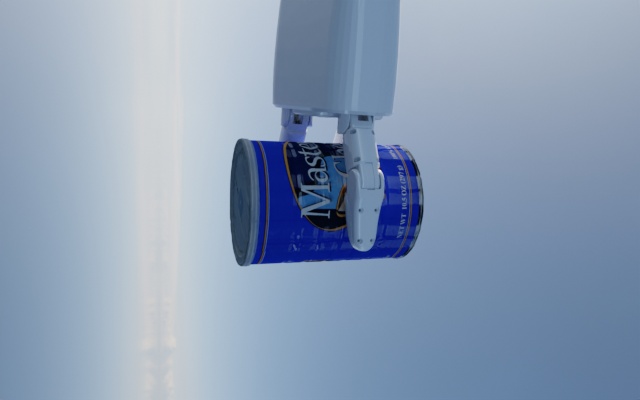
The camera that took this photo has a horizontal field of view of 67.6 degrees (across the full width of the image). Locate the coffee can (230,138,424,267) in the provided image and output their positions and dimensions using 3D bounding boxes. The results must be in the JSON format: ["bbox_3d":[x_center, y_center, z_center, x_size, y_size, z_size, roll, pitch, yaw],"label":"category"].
[{"bbox_3d":[0.000,0.002,0.406,0.140,0.103,0.103,0,0,-19],"label":"coffee can"}]
